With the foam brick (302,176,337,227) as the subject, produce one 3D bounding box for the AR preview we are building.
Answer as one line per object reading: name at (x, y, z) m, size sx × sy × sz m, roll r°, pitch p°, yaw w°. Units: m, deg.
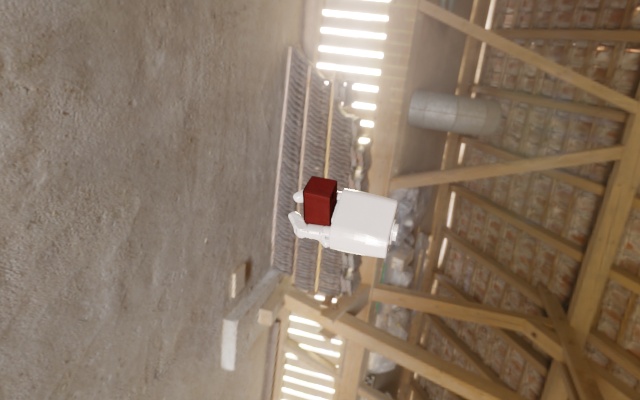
foam brick at (0.000, 0.003, 0.876) m, size 0.051 × 0.078 × 0.053 m, roll 11°, pitch 42°, yaw 14°
